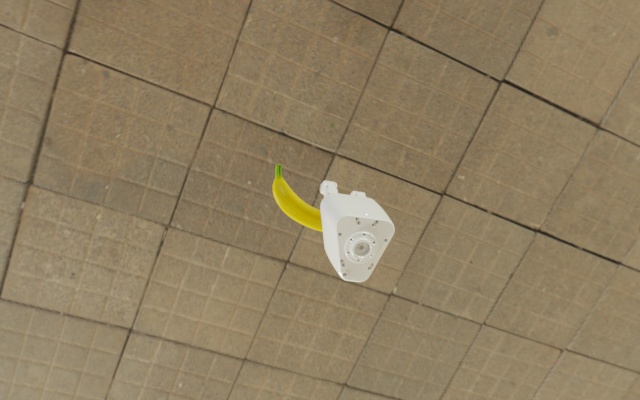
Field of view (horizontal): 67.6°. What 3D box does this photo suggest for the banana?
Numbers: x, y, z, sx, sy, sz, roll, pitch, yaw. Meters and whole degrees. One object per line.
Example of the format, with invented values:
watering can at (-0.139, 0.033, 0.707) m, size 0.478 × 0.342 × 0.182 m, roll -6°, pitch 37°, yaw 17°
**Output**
banana at (-0.013, 0.016, 0.862) m, size 0.198 × 0.069 × 0.037 m, roll 34°, pitch 5°, yaw -15°
